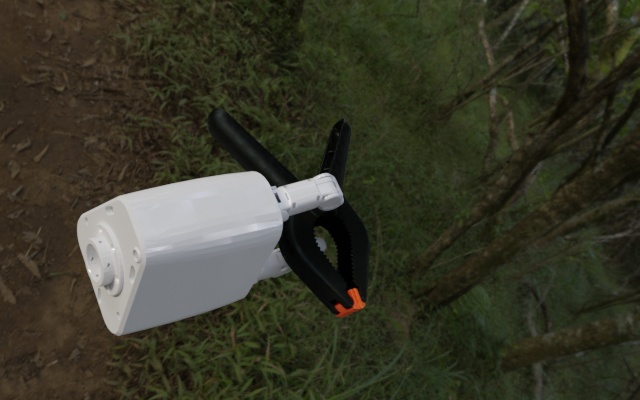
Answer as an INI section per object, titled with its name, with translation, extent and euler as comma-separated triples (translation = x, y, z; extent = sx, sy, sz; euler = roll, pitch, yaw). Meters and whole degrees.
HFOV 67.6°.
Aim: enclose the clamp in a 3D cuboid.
[clamp]
translation = 0.001, 0.002, 0.450
extent = 0.164, 0.210, 0.036
euler = -13, -18, -41
